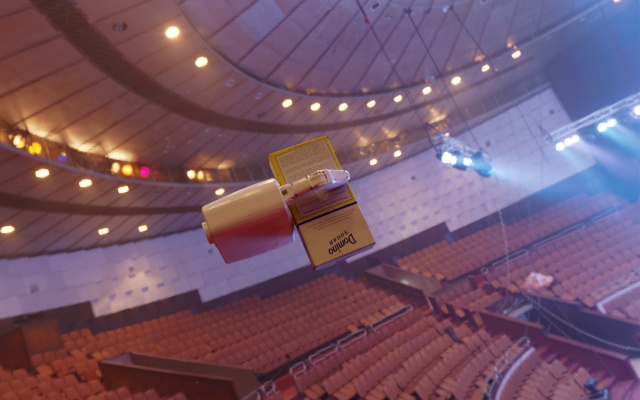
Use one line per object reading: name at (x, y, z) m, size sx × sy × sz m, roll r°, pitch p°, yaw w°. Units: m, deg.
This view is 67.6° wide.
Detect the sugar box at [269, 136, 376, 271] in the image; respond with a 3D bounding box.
sugar box at (0.000, 0.002, 0.680) m, size 0.093 × 0.176 × 0.048 m, roll -20°, pitch -14°, yaw -9°
